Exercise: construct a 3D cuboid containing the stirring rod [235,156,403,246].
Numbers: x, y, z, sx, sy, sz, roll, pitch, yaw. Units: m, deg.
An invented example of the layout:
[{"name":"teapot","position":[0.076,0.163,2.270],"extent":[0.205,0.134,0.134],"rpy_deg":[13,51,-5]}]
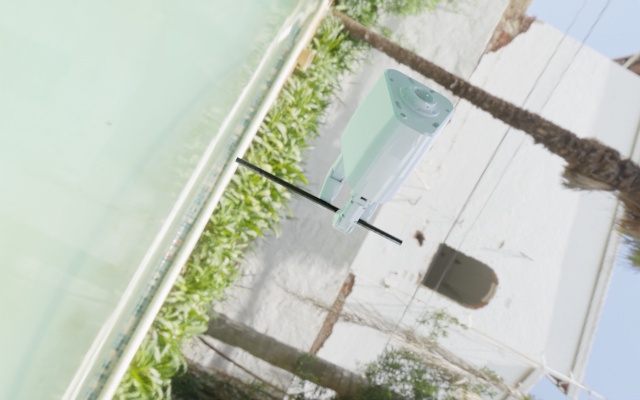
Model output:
[{"name":"stirring rod","position":[0.000,0.002,0.616],"extent":[0.239,0.011,0.011],"rpy_deg":[27,-3,-7]}]
